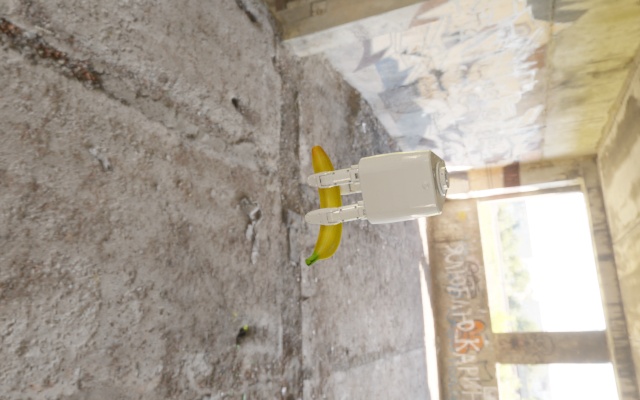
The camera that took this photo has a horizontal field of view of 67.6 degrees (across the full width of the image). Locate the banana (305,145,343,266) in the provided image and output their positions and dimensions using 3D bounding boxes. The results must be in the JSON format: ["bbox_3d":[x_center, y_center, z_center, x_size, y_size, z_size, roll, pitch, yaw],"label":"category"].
[{"bbox_3d":[0.010,0.010,0.779,0.037,0.197,0.070,-7,-17,30],"label":"banana"}]
